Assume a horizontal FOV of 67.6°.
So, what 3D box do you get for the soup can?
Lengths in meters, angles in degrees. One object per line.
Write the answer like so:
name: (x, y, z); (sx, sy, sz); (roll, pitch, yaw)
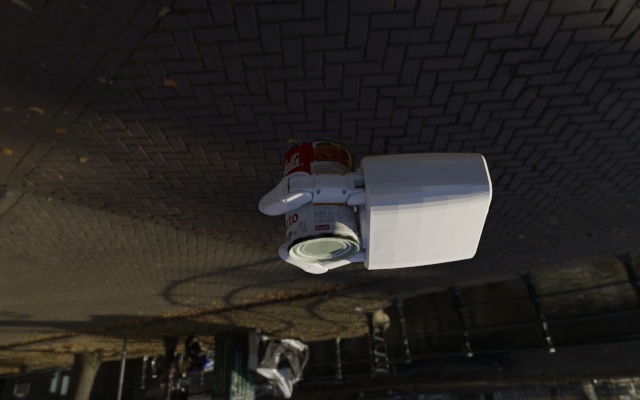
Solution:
soup can: (0.000, 0.002, 0.454); (0.068, 0.102, 0.068); (-3, -27, -2)
